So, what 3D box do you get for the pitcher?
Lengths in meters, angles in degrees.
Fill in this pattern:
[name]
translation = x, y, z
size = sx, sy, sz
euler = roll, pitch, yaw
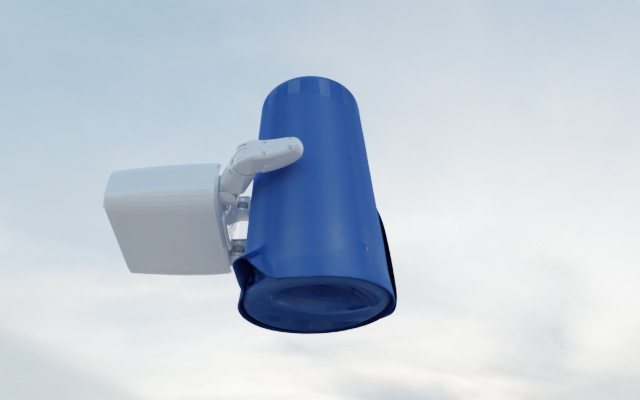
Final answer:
[pitcher]
translation = 0.000, 0.002, 0.473
size = 0.145, 0.242, 0.149
euler = -3, -34, 1
